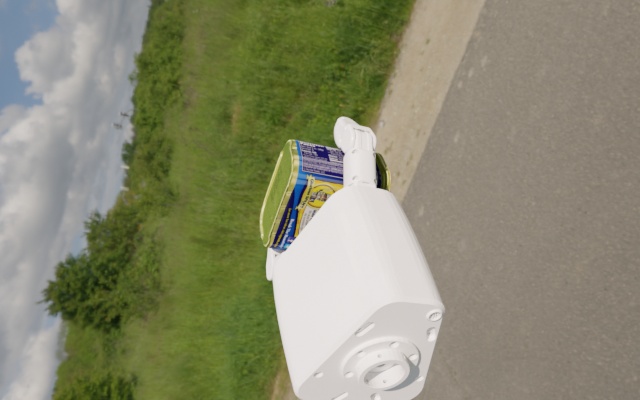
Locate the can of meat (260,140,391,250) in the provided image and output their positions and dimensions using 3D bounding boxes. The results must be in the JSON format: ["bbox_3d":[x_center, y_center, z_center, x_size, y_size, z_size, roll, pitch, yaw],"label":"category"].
[{"bbox_3d":[0.000,0.001,0.414,0.084,0.102,0.057,9,37,-19],"label":"can of meat"}]
